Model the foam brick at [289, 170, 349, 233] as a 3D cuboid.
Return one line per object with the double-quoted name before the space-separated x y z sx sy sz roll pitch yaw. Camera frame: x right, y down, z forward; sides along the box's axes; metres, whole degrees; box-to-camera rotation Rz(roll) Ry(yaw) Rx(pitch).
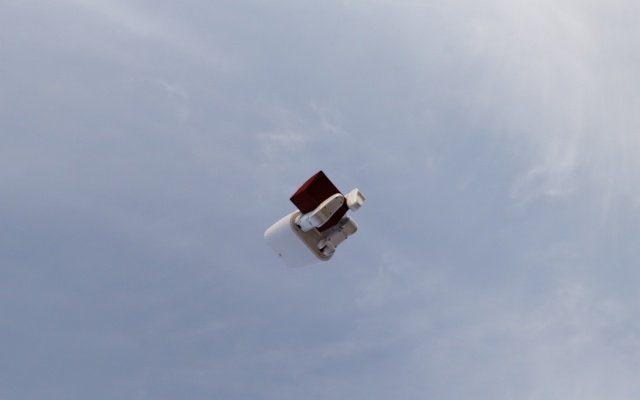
"foam brick" 0.000 0.002 0.765 0.053 0.078 0.051 -49 13 -36
